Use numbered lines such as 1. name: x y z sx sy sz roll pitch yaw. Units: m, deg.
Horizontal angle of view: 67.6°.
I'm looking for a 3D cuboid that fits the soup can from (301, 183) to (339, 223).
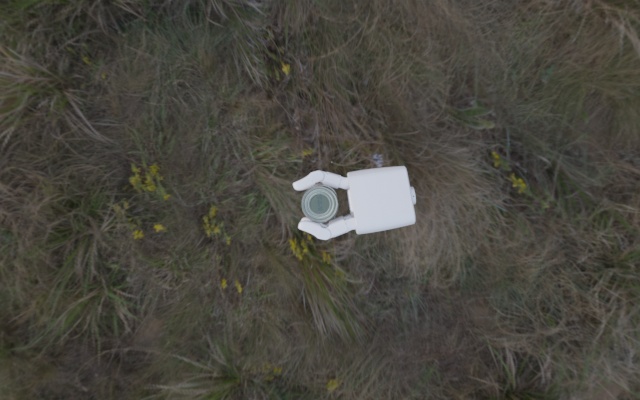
1. soup can: 0.000 0.003 0.886 0.068 0.068 0.102 0 5 1
